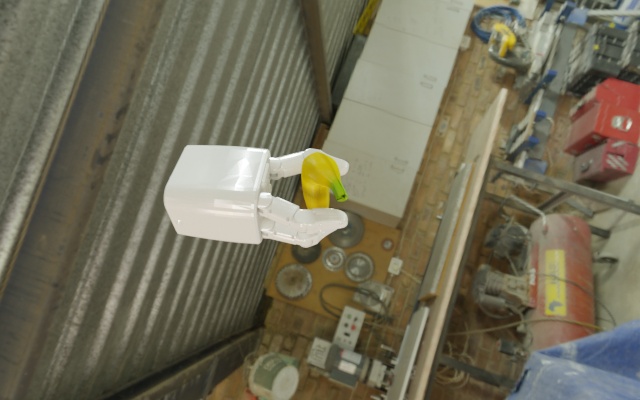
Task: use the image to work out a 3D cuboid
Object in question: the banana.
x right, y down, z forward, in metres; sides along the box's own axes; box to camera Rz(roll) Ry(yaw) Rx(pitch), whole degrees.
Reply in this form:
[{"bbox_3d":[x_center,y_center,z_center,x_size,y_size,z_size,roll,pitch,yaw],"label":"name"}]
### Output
[{"bbox_3d":[-0.003,-0.017,0.574,0.037,0.069,0.198,-9,-8,-6],"label":"banana"}]
